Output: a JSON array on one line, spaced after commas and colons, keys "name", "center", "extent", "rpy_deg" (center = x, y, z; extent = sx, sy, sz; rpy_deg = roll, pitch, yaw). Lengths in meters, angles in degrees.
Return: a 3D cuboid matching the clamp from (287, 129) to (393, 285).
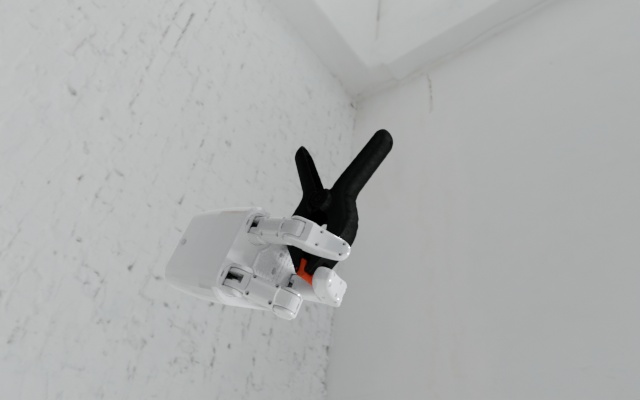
[{"name": "clamp", "center": [0.000, 0.002, 0.491], "extent": [0.120, 0.171, 0.039], "rpy_deg": [-2, -34, 45]}]
